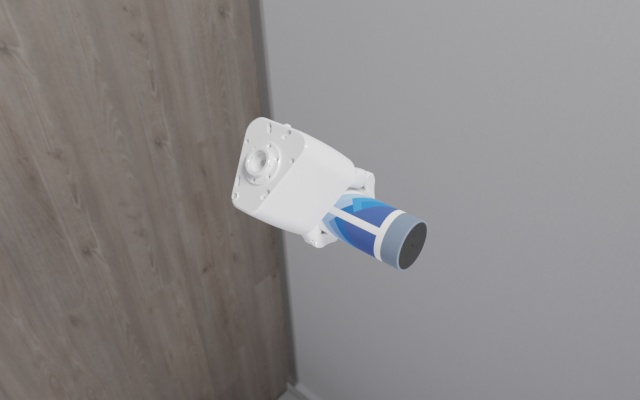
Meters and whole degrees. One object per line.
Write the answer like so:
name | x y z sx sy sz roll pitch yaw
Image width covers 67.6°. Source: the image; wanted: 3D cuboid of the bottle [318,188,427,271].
bottle | 0.000 0.002 0.651 0.295 0.069 0.069 25 15 34
